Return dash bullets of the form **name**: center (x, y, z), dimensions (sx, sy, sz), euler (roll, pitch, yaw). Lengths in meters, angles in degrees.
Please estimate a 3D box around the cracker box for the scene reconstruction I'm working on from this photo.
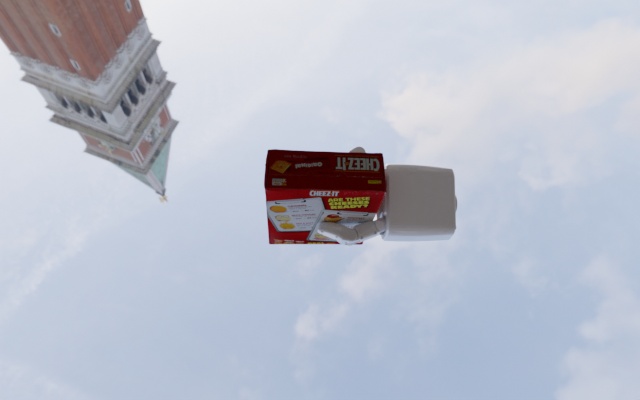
- **cracker box**: center (0.000, 0.003, 0.735), dimensions (0.164, 0.072, 0.214), euler (1, -25, -4)
